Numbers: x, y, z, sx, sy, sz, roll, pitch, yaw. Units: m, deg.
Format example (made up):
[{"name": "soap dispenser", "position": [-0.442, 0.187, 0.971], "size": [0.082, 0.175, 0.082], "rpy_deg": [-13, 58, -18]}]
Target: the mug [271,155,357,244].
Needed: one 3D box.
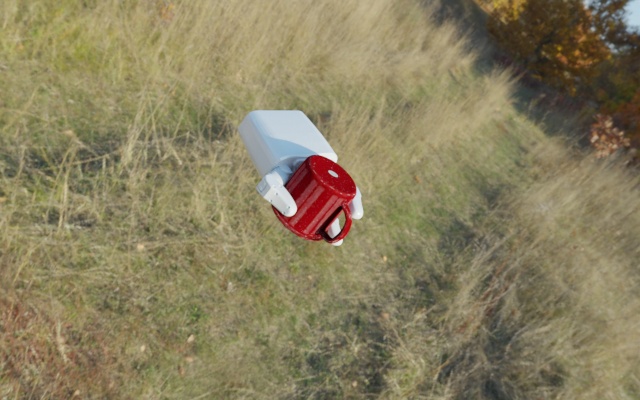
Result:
[{"name": "mug", "position": [0.001, 0.003, 0.630], "size": [0.093, 0.117, 0.081], "rpy_deg": [5, -47, -48]}]
